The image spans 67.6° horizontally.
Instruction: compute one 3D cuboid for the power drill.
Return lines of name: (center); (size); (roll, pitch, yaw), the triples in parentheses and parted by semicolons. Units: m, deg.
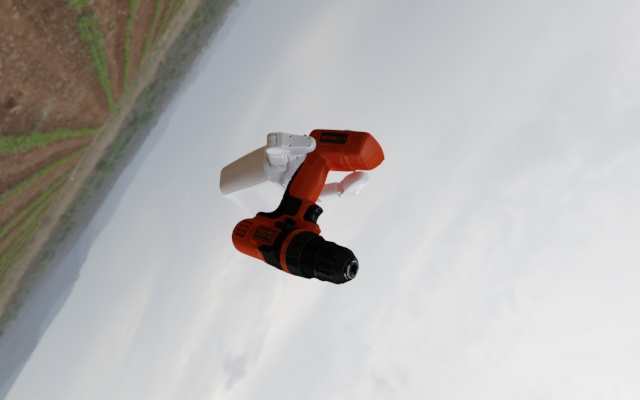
power drill: (0.000, 0.001, 0.560); (0.184, 0.187, 0.057); (12, -30, 41)
